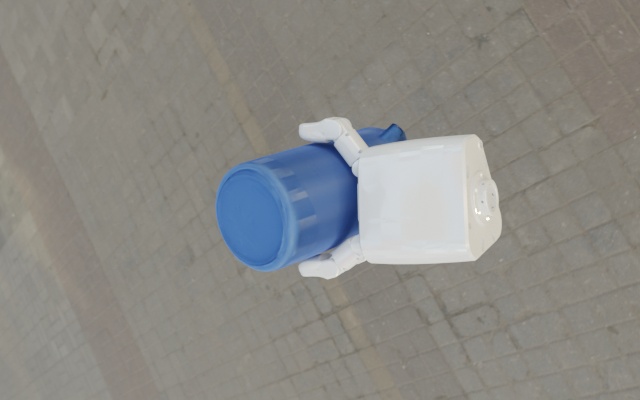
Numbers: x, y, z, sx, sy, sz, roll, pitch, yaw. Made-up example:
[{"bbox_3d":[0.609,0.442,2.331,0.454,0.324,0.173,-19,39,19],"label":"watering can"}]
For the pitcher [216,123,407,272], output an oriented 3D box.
[{"bbox_3d":[0.000,0.002,0.547,0.145,0.149,0.243,-5,9,38],"label":"pitcher"}]
